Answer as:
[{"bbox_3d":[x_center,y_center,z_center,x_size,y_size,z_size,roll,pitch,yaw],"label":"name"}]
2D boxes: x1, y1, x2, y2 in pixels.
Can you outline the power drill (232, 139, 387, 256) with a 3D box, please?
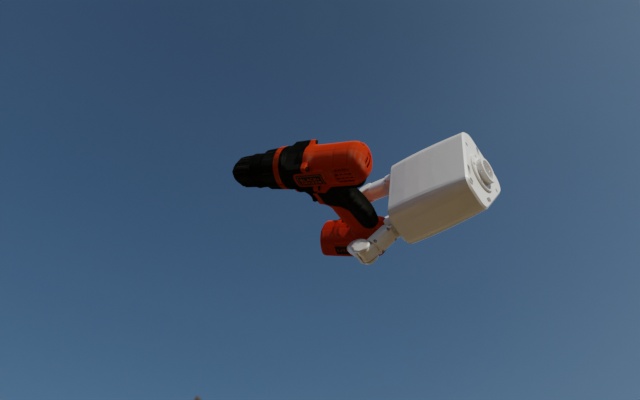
[{"bbox_3d":[0.001,0.002,0.613,0.184,0.057,0.188,-2,-37,30],"label":"power drill"}]
